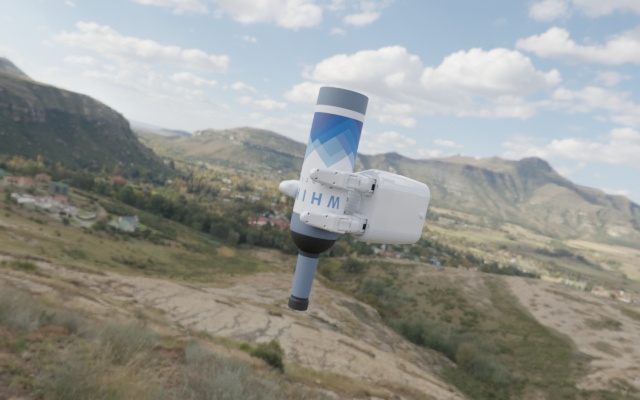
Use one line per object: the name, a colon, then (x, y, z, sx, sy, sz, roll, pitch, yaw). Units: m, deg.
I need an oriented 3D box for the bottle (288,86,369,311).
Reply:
bottle: (0.000, 0.002, 0.638, 0.069, 0.296, 0.069, 12, 4, -1)
